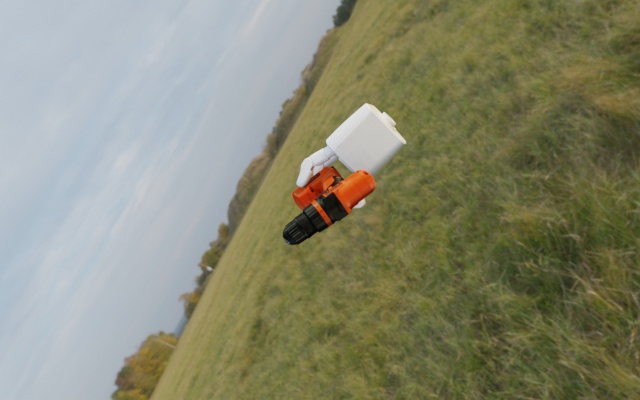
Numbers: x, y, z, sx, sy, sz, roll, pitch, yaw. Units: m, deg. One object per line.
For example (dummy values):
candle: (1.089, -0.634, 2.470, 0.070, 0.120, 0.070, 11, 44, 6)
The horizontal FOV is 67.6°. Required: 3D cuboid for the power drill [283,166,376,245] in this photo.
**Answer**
power drill: (0.000, 0.003, 0.881, 0.184, 0.057, 0.187, -35, 16, -4)
